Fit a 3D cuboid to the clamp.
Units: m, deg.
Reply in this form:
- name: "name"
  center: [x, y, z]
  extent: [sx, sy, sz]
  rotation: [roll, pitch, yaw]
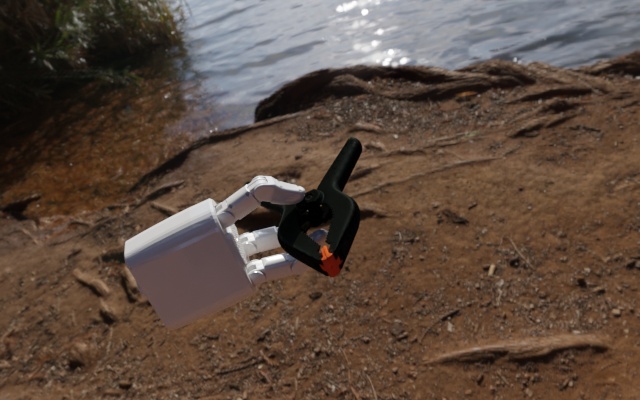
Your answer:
- name: "clamp"
  center: [0.000, 0.002, 0.547]
  extent: [0.164, 0.036, 0.210]
  rotation: [-28, 36, -1]
